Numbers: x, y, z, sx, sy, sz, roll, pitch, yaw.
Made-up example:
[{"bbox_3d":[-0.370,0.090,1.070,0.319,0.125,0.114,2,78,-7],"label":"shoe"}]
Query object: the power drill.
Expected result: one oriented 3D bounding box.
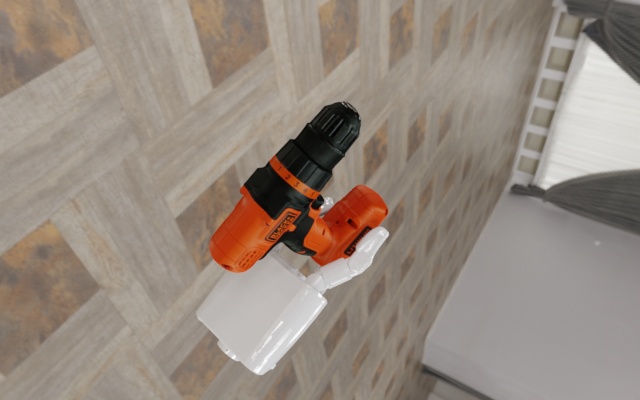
[{"bbox_3d":[0.000,0.002,0.482,0.057,0.184,0.188,49,13,30],"label":"power drill"}]
